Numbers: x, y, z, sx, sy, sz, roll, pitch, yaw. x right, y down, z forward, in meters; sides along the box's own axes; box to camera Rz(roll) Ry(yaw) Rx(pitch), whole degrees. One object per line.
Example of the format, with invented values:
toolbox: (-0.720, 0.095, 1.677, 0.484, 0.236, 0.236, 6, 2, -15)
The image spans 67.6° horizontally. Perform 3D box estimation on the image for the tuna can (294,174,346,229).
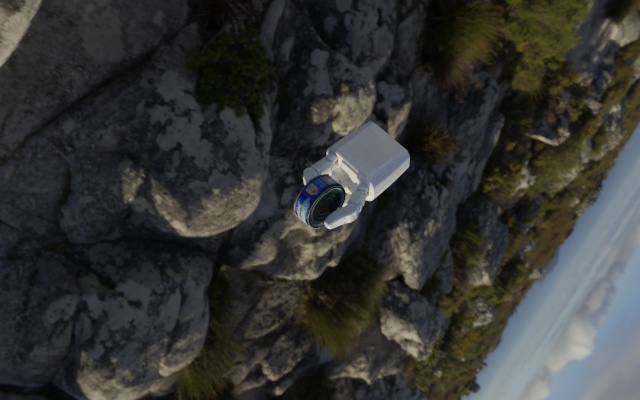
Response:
tuna can: (0.000, 0.003, 0.768, 0.033, 0.086, 0.086, 39, 23, 31)
